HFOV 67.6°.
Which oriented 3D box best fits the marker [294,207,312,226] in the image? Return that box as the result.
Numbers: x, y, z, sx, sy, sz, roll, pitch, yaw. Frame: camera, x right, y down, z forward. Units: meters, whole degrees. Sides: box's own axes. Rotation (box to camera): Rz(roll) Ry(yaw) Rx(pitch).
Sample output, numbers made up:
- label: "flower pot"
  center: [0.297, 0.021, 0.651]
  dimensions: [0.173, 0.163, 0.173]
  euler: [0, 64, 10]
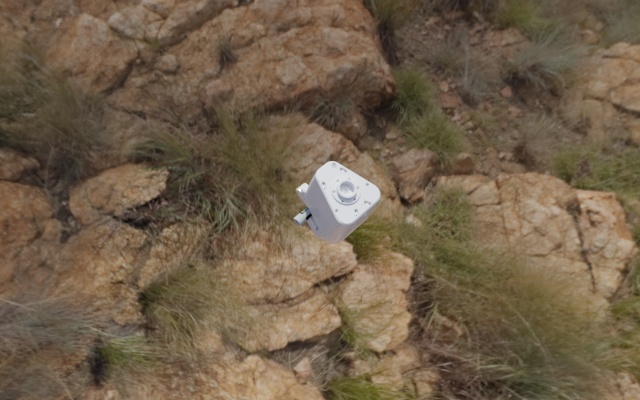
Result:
- label: "marker"
  center: [0.000, 0.003, 0.886]
  dimensions: [0.121, 0.020, 0.020]
  euler: [-41, 16, -20]
